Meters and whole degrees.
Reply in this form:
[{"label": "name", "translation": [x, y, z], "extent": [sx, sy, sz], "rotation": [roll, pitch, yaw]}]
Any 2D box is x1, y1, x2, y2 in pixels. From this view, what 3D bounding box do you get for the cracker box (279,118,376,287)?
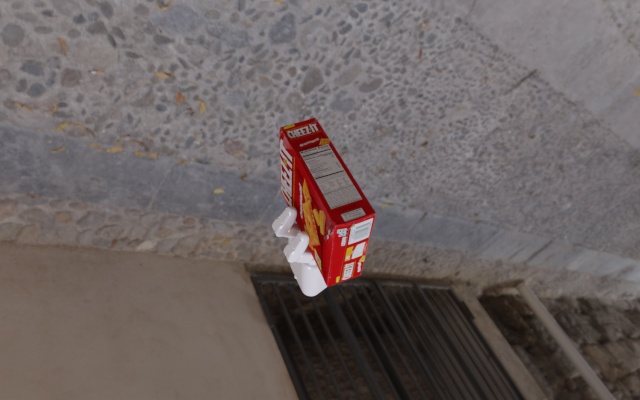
[{"label": "cracker box", "translation": [0.000, 0.003, 0.759], "extent": [0.072, 0.213, 0.164], "rotation": [-17, -36, -18]}]
